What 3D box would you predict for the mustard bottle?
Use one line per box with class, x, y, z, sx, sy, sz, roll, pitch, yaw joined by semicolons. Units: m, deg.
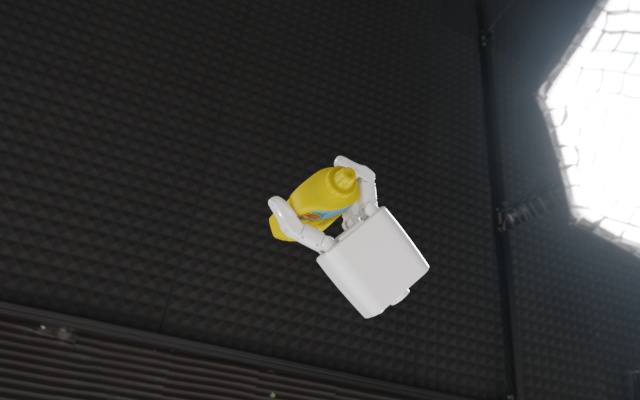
mustard bottle;0.000;0.002;0.664;0.096;0.058;0.192;-9;-17;-26
